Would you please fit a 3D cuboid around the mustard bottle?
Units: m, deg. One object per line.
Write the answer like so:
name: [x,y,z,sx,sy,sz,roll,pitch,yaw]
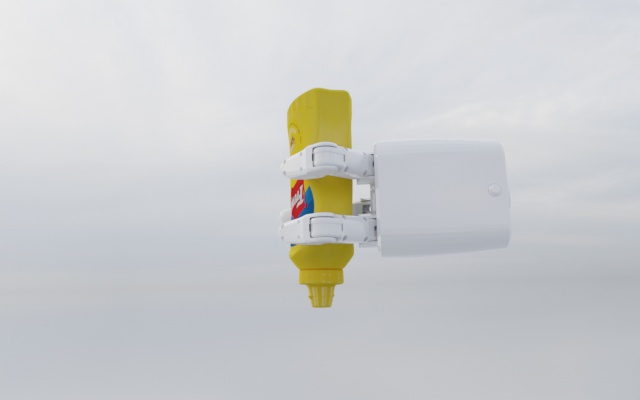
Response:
mustard bottle: [0.000,0.001,0.444,0.058,0.191,0.096,2,-10,-18]
